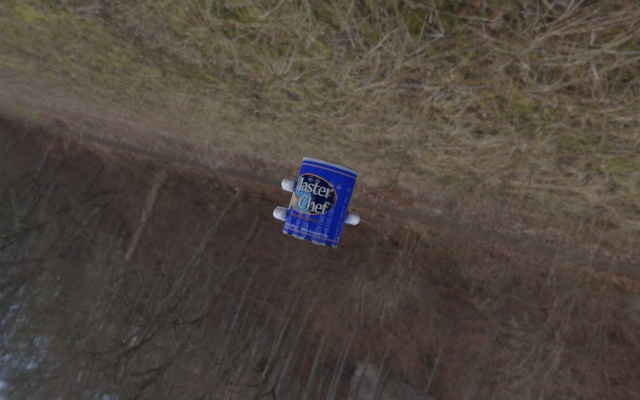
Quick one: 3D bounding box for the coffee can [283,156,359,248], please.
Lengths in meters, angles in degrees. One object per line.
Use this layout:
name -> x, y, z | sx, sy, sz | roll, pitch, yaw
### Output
coffee can -> 0.000, 0.003, 0.852 | 0.103, 0.140, 0.103 | 16, -1, 0
